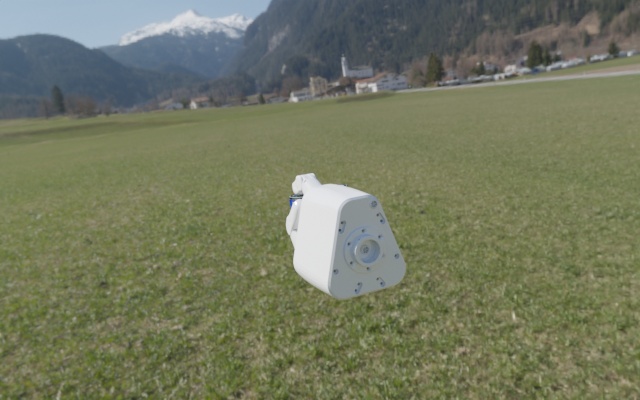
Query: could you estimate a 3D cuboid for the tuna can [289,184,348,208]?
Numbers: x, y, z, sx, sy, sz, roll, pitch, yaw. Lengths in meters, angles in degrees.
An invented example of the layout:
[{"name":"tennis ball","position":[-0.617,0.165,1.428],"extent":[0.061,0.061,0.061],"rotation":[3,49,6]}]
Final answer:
[{"name":"tuna can","position":[0.000,0.002,0.668],"extent":[0.086,0.034,0.086],"rotation":[-11,8,2]}]
